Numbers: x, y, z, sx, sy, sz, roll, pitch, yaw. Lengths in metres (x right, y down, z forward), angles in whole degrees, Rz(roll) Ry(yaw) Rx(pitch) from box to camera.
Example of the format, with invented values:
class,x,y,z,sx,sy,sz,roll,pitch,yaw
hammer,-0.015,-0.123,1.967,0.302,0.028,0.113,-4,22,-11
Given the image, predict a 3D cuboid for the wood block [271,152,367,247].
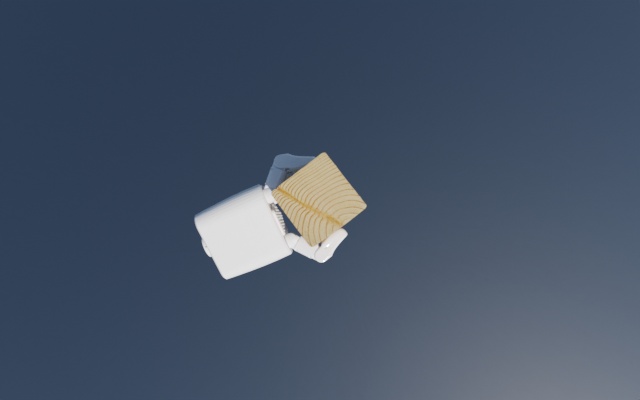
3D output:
class,x,y,z,sx,sy,sz,roll,pitch,yaw
wood block,0.000,0.003,0.702,0.090,0.091,0.206,-37,-2,0
